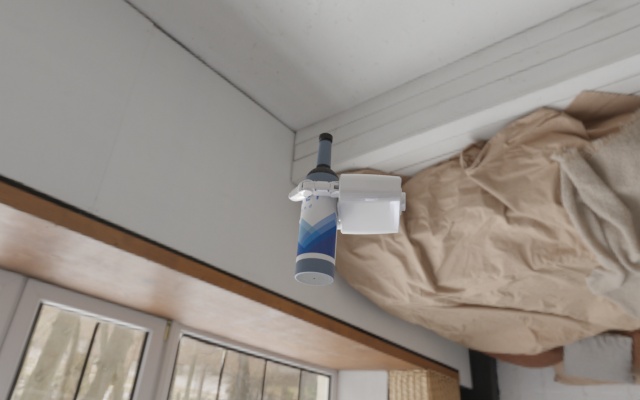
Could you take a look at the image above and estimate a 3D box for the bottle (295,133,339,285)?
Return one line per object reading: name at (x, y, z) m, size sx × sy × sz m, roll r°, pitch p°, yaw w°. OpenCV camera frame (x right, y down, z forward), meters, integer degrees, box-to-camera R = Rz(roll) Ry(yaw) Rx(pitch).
bottle at (0.000, 0.003, 0.868) m, size 0.069 × 0.295 × 0.069 m, roll 4°, pitch -29°, yaw 2°
